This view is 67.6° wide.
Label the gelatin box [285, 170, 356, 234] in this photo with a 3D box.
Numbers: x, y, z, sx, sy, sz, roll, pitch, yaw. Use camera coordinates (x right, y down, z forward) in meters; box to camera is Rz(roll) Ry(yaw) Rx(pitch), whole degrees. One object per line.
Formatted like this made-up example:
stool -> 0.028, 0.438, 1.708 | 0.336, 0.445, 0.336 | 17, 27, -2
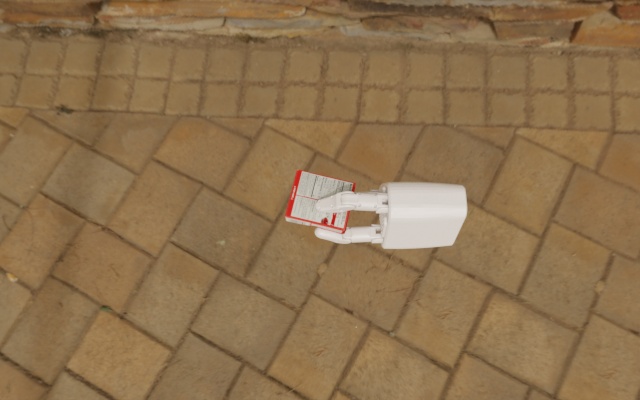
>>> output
gelatin box -> 0.000, 0.002, 0.685 | 0.089, 0.073, 0.030 | 13, -15, 0
